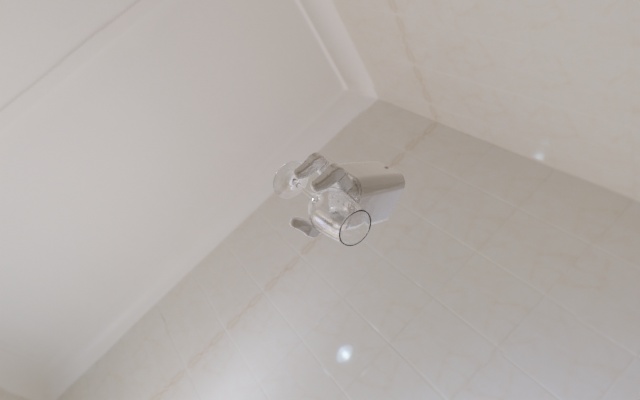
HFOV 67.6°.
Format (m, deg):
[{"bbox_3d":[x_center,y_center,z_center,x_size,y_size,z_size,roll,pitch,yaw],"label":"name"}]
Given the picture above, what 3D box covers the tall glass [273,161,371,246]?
[{"bbox_3d":[0.000,0.002,0.803,0.079,0.079,0.201,0,24,-36],"label":"tall glass"}]
